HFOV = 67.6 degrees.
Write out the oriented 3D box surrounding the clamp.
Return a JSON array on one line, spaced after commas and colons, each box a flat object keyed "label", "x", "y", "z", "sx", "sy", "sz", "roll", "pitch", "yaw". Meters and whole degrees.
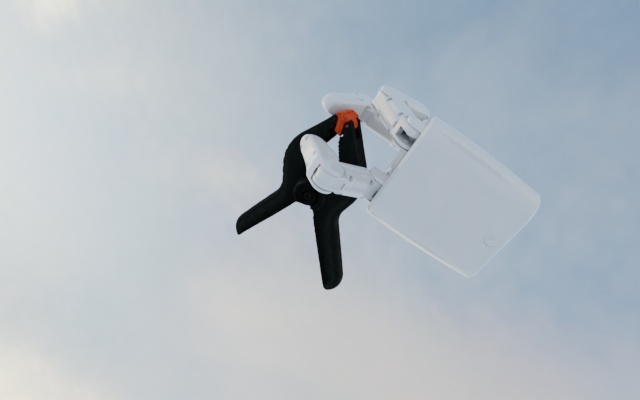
[{"label": "clamp", "x": 0.000, "y": 0.001, "z": 0.444, "sx": 0.120, "sy": 0.171, "sz": 0.039, "roll": 35, "pitch": 30, "yaw": 2}]
